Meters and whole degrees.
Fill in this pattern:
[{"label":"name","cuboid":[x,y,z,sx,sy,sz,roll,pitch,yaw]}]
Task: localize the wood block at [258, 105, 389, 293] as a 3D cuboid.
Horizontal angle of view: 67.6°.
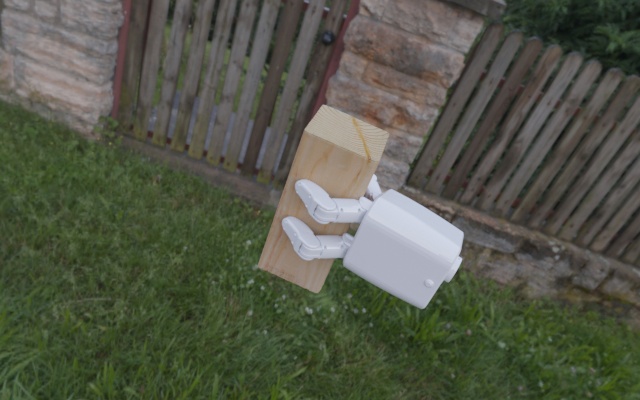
[{"label":"wood block","cuboid":[0.001,0.002,0.595,0.090,0.206,0.090,24,33,2]}]
